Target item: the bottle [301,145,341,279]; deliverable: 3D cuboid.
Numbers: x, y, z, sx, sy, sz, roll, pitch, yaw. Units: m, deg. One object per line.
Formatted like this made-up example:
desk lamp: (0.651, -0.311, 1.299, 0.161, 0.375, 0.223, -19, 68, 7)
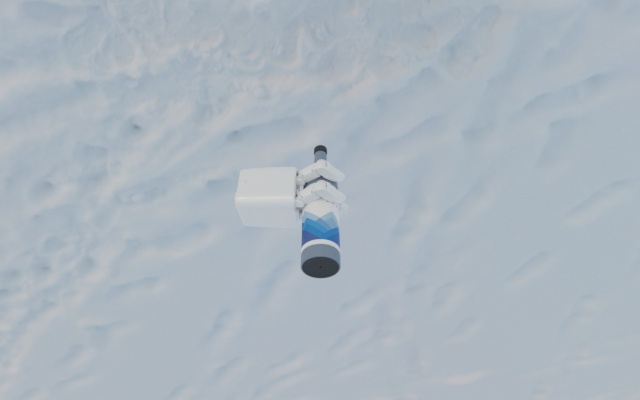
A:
bottle: (0.000, 0.003, 0.887, 0.069, 0.295, 0.069, 0, -43, 0)
